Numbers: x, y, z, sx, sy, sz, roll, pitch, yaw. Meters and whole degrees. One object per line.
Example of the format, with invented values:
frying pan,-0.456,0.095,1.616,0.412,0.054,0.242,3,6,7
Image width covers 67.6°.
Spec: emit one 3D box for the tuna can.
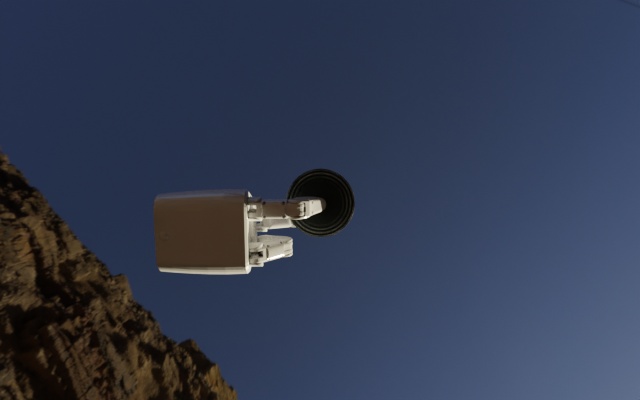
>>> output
tuna can,0.000,0.002,0.609,0.086,0.086,0.034,0,5,1
